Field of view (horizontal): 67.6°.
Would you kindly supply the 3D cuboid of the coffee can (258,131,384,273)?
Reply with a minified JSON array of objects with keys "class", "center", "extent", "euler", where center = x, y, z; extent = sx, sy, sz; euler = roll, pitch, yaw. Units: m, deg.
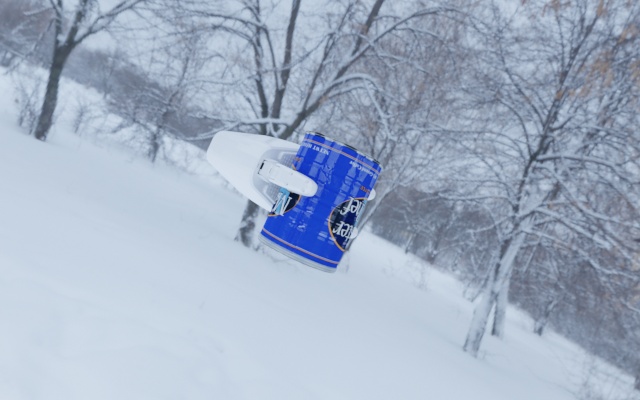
[{"class":"coffee can","center":[0.000,0.002,0.572],"extent":[0.103,0.140,0.103],"euler":[25,0,0]}]
